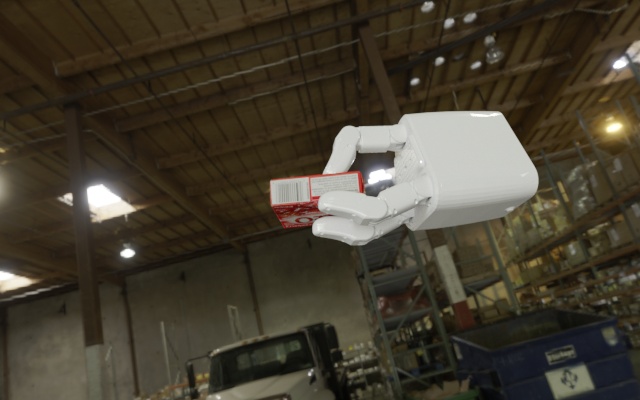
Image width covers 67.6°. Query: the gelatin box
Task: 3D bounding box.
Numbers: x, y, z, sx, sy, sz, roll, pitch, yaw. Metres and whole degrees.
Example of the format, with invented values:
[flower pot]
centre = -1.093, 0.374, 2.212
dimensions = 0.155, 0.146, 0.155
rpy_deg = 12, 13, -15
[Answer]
[gelatin box]
centre = 0.000, 0.001, 0.474
dimensions = 0.089, 0.030, 0.073
rpy_deg = -5, -20, 4
